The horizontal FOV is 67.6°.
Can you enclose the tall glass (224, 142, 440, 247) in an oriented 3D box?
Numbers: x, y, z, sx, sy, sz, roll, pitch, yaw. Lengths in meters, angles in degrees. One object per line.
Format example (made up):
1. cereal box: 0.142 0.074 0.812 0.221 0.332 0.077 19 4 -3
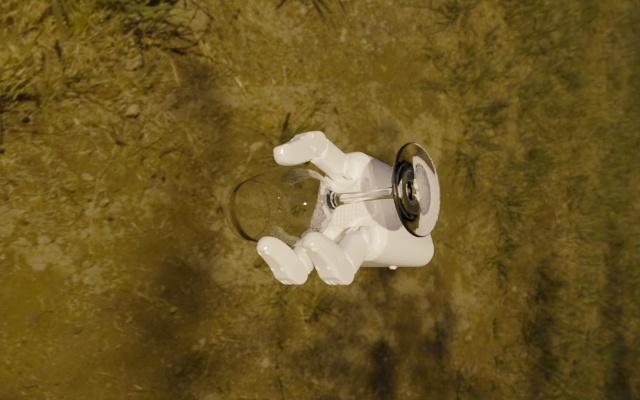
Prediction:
1. tall glass: 0.001 0.001 0.432 0.201 0.079 0.079 -7 -5 39
